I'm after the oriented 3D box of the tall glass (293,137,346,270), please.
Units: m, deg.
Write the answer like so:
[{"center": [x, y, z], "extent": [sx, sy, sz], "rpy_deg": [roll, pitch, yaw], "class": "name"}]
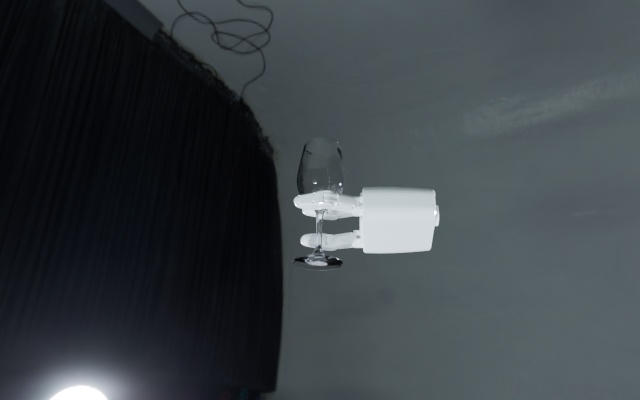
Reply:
[{"center": [0.000, 0.003, 0.747], "extent": [0.079, 0.201, 0.079], "rpy_deg": [2, -24, 1], "class": "tall glass"}]
